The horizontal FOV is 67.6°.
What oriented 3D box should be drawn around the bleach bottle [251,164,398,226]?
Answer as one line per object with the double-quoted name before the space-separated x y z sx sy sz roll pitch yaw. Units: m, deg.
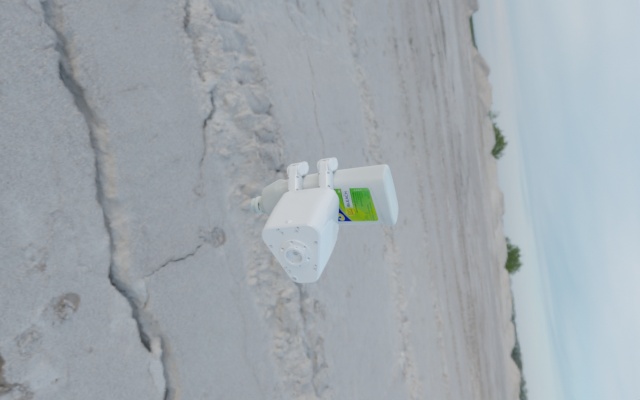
"bleach bottle" 0.000 0.003 0.825 0.251 0.103 0.068 -7 29 20
